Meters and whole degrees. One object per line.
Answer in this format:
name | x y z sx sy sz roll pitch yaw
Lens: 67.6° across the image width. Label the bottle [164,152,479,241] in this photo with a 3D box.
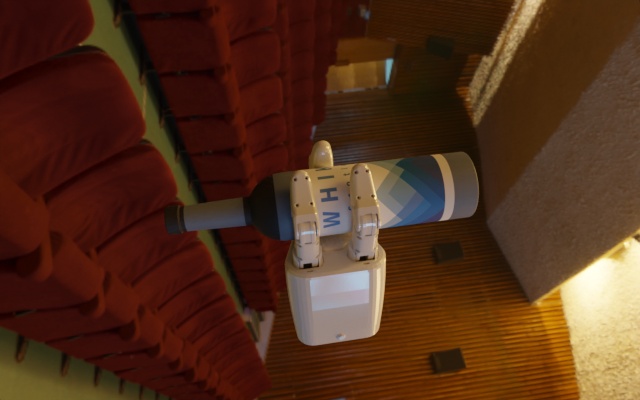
bottle | 0.000 0.001 0.468 0.296 0.069 0.069 -7 1 -5
